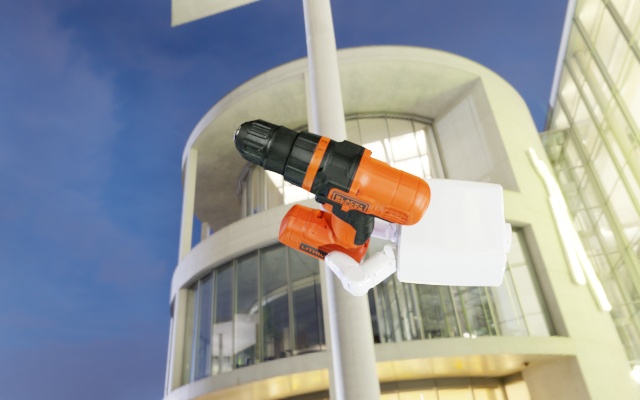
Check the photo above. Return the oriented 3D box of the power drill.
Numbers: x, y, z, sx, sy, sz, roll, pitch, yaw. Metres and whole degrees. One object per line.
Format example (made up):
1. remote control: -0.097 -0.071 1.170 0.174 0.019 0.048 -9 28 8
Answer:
1. power drill: 0.000 0.002 0.490 0.184 0.057 0.188 23 -24 2
